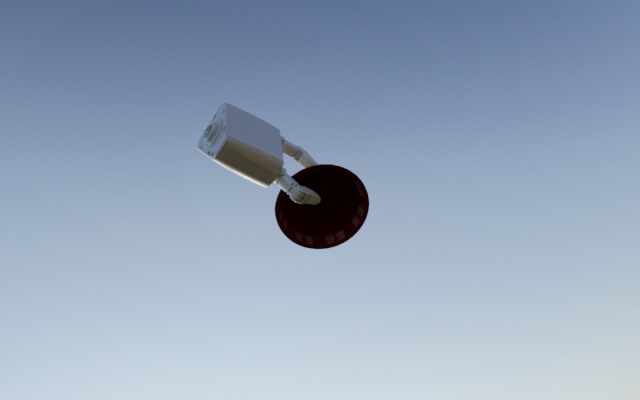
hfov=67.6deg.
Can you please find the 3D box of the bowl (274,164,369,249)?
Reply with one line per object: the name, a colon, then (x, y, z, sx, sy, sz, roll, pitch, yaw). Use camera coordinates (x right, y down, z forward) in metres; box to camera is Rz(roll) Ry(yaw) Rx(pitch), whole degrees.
bowl: (0.001, 0.003, 0.828, 0.162, 0.162, 0.055, 0, 26, -9)
